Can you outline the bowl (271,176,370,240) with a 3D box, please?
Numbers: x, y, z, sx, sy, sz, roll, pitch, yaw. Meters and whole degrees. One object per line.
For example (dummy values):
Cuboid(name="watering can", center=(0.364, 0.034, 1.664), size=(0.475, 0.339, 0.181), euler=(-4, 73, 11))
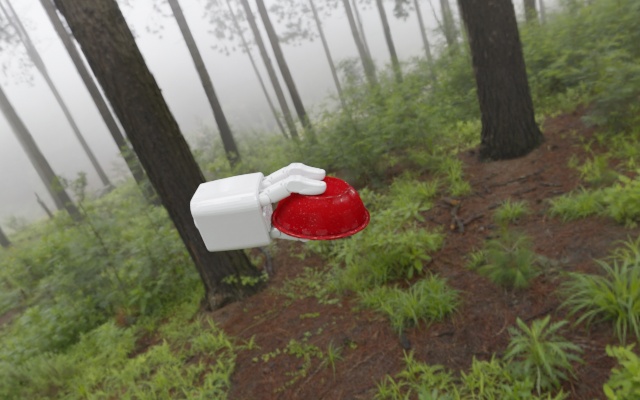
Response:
Cuboid(name="bowl", center=(0.001, 0.002, 0.765), size=(0.162, 0.055, 0.162), euler=(0, 24, 0))
